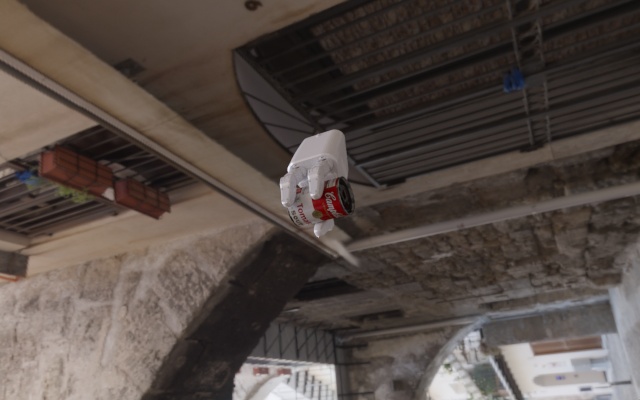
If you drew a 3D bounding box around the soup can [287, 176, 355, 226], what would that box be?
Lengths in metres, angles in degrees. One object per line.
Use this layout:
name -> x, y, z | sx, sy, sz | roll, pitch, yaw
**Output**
soup can -> 0.000, 0.003, 0.832 | 0.102, 0.068, 0.068 | -14, -6, 23
